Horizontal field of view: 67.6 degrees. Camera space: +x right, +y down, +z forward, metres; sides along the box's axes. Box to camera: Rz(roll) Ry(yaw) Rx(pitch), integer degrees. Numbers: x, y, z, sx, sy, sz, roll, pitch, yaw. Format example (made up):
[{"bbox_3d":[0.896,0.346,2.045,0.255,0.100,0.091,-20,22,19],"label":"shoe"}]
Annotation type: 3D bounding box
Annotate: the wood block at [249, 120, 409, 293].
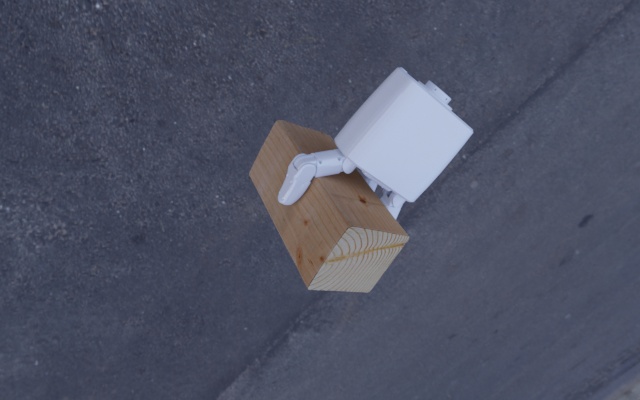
[{"bbox_3d":[0.000,0.002,0.570,0.091,0.090,0.206,11,32,-37],"label":"wood block"}]
